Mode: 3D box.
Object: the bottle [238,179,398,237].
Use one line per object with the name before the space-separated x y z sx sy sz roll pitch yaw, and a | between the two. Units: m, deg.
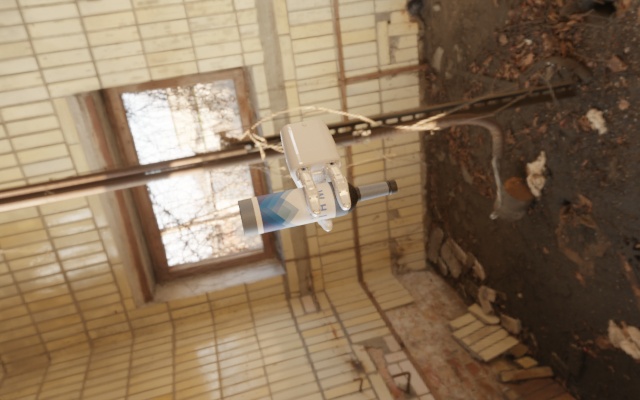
bottle | 0.000 0.003 0.879 0.295 0.069 0.069 -12 2 -11
